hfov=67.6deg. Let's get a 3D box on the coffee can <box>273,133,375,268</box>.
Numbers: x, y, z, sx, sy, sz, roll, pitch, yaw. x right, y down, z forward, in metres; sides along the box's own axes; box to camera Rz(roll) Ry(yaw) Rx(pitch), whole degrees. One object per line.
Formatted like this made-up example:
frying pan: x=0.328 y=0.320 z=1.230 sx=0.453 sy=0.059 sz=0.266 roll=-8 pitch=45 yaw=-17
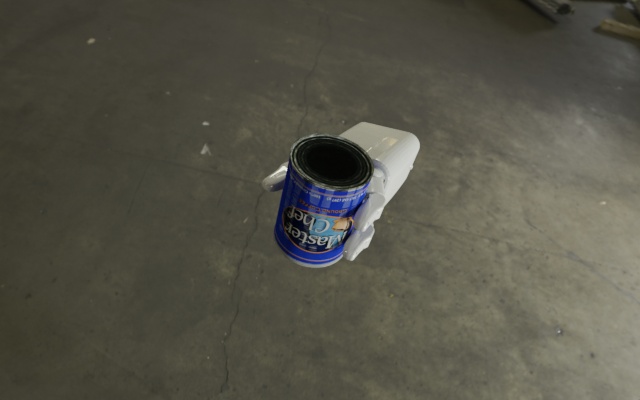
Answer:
coffee can: x=0.000 y=0.002 z=0.605 sx=0.103 sy=0.140 sz=0.102 roll=9 pitch=43 yaw=-8
